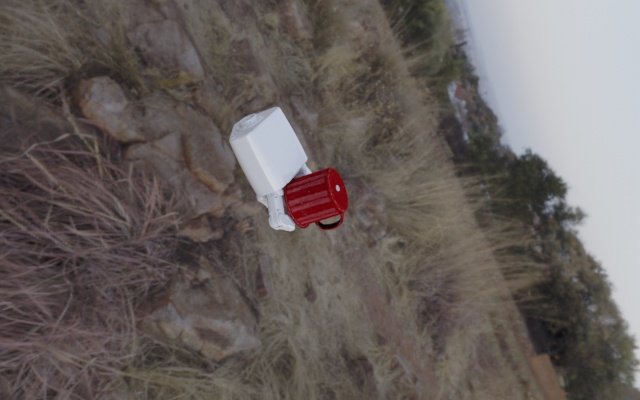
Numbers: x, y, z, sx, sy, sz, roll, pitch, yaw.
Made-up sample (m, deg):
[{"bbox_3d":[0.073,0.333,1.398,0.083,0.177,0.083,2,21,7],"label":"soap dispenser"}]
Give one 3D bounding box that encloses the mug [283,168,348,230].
[{"bbox_3d":[0.001,0.004,0.816,0.081,0.117,0.093,-17,27,22],"label":"mug"}]
